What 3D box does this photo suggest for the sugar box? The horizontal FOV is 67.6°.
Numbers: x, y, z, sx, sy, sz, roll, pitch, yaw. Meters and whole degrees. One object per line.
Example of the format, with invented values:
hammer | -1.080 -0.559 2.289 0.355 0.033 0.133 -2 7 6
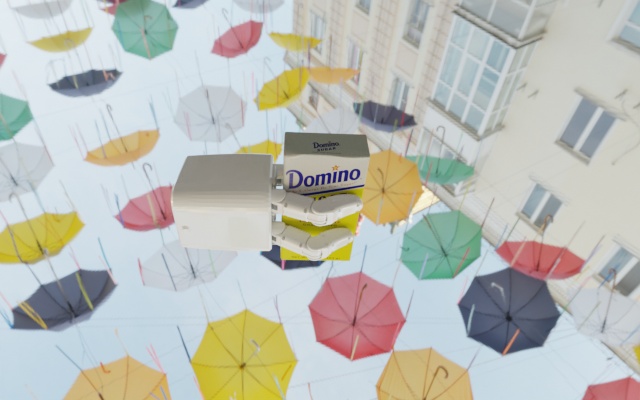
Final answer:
sugar box | 0.000 0.002 0.567 0.093 0.048 0.176 1 -43 -4
